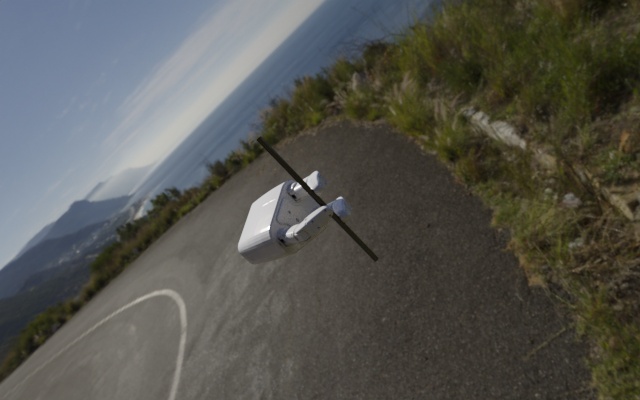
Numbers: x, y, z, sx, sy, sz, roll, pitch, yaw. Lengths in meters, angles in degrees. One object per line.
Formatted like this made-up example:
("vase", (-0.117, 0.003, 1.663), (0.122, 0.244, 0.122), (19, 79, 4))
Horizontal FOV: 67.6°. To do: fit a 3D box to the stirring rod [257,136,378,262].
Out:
("stirring rod", (0.000, 0.002, 0.653), (0.239, 0.011, 0.011), (46, -16, -16))
